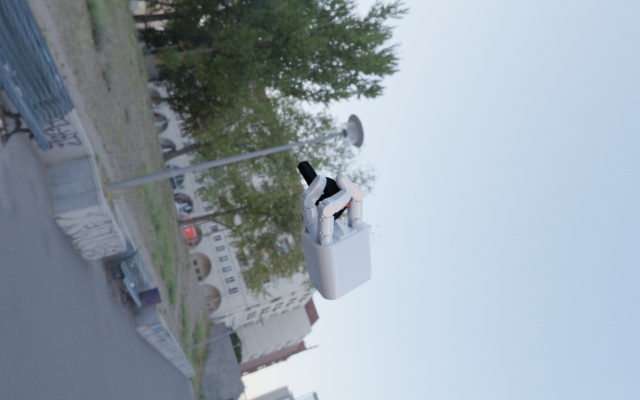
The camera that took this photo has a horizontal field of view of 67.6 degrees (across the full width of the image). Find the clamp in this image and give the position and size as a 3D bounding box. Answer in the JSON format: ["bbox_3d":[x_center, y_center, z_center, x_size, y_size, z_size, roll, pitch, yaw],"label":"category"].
[{"bbox_3d":[0.001,0.003,0.868,0.039,0.120,0.171,-15,23,-19],"label":"clamp"}]
